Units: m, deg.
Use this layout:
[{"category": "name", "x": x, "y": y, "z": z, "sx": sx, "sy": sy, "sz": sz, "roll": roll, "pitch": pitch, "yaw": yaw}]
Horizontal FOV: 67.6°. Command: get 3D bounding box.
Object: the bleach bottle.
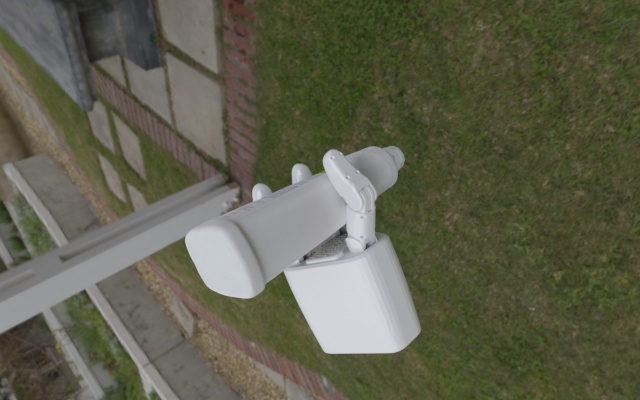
[{"category": "bleach bottle", "x": 0.000, "y": 0.002, "z": 0.468, "sx": 0.250, "sy": 0.068, "sz": 0.102, "roll": -30, "pitch": 12, "yaw": -34}]
